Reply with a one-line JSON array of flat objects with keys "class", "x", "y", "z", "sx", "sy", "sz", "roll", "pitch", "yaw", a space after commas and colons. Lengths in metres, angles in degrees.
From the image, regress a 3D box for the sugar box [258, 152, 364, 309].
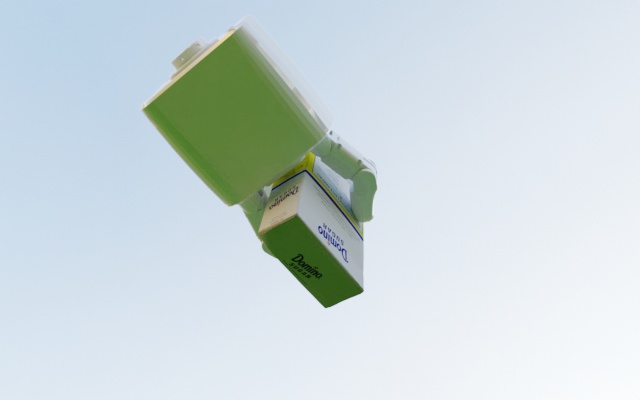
[{"class": "sugar box", "x": 0.000, "y": 0.002, "z": 0.436, "sx": 0.048, "sy": 0.093, "sz": 0.176, "roll": -28, "pitch": 26, "yaw": 24}]
